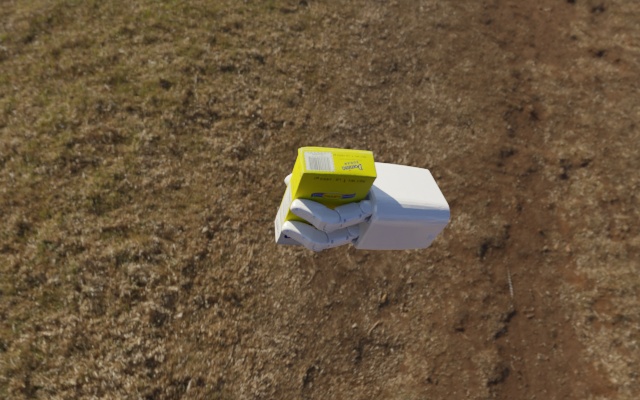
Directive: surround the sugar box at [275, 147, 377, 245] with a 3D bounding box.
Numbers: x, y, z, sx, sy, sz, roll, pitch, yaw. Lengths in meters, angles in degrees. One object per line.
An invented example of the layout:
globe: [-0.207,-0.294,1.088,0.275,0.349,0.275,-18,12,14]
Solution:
sugar box: [0.000,0.002,0.625,0.093,0.048,0.176,3,-35,-14]
